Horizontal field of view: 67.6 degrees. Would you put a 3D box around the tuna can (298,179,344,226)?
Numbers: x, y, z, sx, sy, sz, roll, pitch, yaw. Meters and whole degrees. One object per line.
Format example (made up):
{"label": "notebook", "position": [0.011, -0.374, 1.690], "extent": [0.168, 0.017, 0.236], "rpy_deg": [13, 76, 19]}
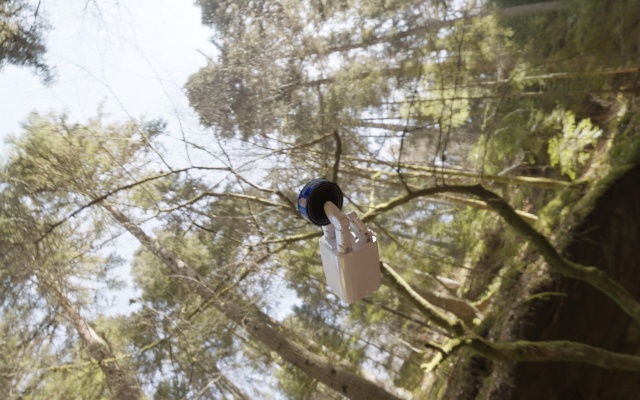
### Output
{"label": "tuna can", "position": [0.000, 0.003, 0.895], "extent": [0.086, 0.086, 0.033], "rpy_deg": [0, 14, -37]}
